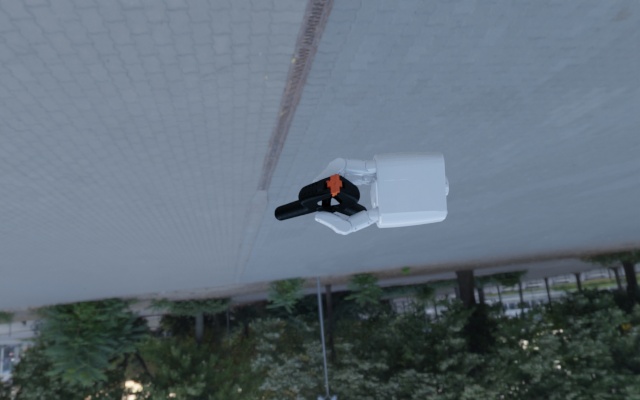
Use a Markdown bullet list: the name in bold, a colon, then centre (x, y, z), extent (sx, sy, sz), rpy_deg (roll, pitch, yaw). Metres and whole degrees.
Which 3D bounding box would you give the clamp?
- **clamp**: centre (0.000, 0.003, 0.765), extent (0.164, 0.036, 0.210), rpy_deg (-3, -14, 0)
